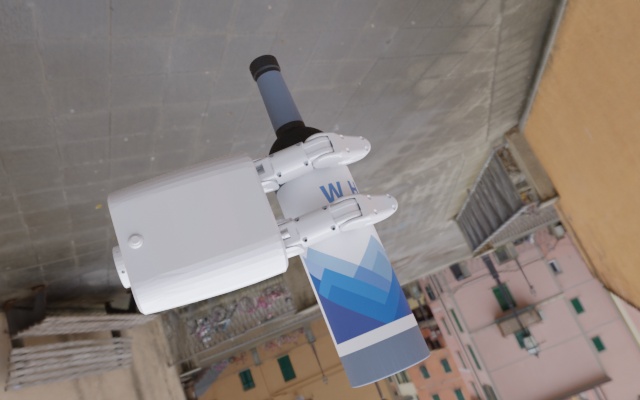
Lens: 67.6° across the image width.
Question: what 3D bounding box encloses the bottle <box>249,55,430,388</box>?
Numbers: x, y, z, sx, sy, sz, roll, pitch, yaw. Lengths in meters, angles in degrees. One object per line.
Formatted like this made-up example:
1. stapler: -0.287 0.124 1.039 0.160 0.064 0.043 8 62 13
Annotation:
1. bottle: 0.000 0.002 0.409 0.069 0.295 0.069 -21 -16 -6
